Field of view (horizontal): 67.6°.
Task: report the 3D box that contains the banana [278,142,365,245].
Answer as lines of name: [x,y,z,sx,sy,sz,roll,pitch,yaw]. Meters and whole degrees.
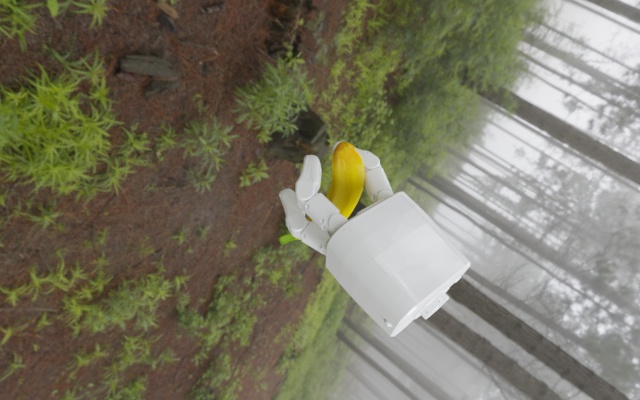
banana: [0.014,0.000,0.566,0.069,0.037,0.198,-14,-29,-35]
